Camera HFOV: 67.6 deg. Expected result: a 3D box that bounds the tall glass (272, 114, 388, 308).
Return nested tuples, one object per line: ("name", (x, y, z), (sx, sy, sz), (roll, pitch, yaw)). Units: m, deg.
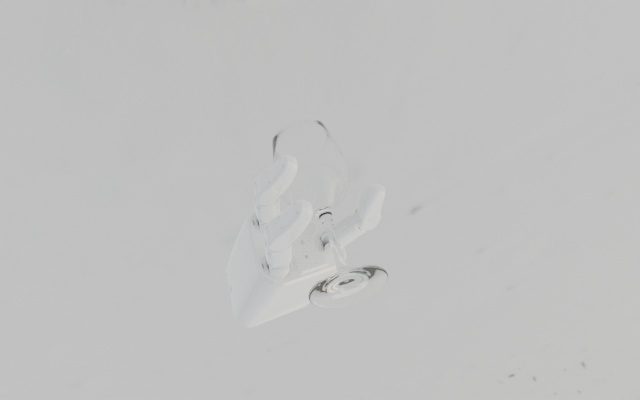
("tall glass", (0.000, 0.002, 0.484), (0.079, 0.201, 0.079), (-12, -35, -9))
